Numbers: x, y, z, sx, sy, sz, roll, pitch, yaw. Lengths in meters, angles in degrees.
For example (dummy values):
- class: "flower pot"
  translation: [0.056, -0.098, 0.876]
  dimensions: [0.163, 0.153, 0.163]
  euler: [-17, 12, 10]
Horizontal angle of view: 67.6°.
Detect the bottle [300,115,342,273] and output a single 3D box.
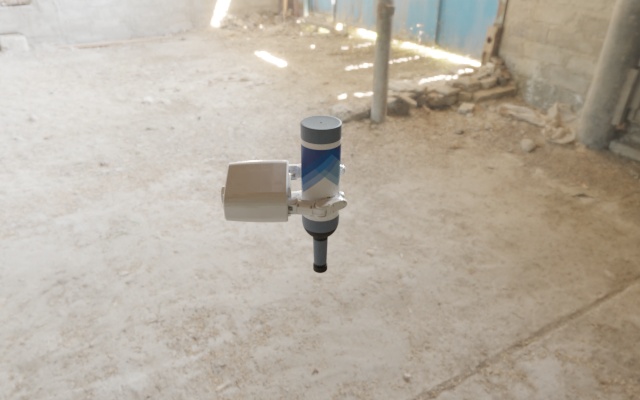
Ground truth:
- class: "bottle"
  translation: [0.000, 0.003, 0.834]
  dimensions: [0.069, 0.296, 0.069]
  euler: [0, 30, 0]
